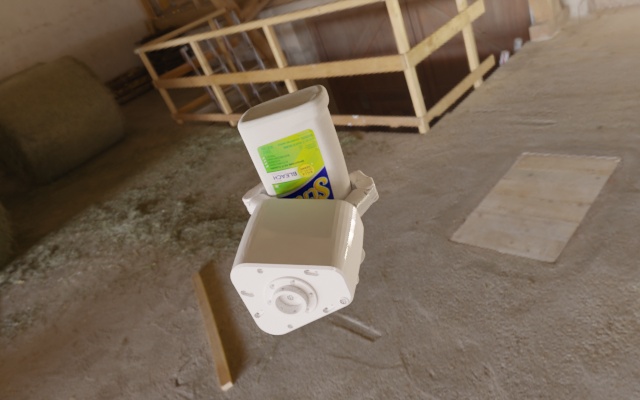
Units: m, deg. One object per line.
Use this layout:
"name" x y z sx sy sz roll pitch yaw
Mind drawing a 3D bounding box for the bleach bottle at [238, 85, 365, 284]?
"bleach bottle" 0.000 0.002 0.556 0.102 0.251 0.068 -15 29 16
